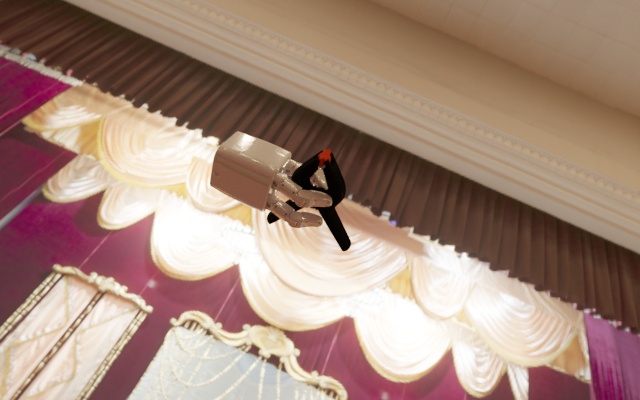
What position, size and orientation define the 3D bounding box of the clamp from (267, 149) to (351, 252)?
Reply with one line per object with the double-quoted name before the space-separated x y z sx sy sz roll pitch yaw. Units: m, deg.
"clamp" 0.000 0.002 0.825 0.164 0.036 0.210 24 -44 1
